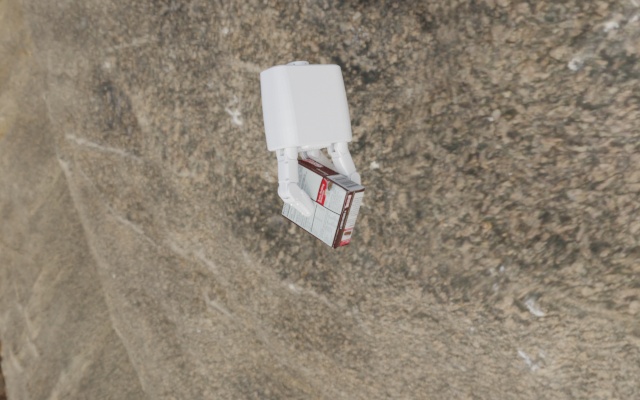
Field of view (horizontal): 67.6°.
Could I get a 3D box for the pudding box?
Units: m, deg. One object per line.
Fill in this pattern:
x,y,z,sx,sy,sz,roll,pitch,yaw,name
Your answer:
0.000,0.002,0.669,0.039,0.090,0.113,-9,32,-45,pudding box
